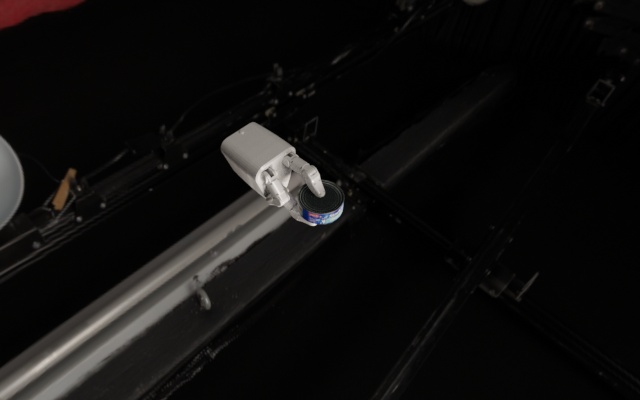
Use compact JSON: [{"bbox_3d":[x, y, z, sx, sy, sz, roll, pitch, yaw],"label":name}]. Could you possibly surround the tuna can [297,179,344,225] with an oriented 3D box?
[{"bbox_3d":[0.000,0.003,0.880,0.086,0.086,0.034,0,-42,-3],"label":"tuna can"}]
